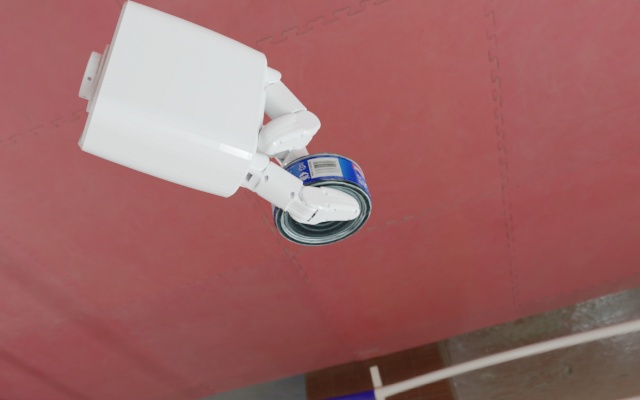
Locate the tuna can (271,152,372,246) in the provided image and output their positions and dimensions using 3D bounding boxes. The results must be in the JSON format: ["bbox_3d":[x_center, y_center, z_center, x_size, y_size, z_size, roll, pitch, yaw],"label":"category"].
[{"bbox_3d":[0.000,0.002,0.413,0.086,0.033,0.086,-8,-41,-7],"label":"tuna can"}]
